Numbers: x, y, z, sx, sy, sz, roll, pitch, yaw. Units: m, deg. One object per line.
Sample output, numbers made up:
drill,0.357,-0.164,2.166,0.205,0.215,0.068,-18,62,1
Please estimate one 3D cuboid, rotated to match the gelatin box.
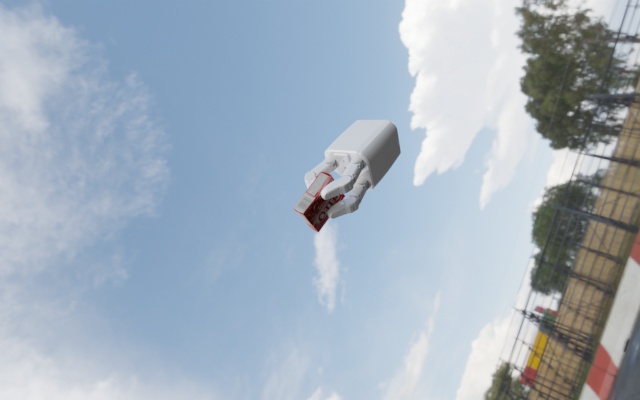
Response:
gelatin box,0.000,0.003,0.868,0.030,0.089,0.073,29,-15,35
